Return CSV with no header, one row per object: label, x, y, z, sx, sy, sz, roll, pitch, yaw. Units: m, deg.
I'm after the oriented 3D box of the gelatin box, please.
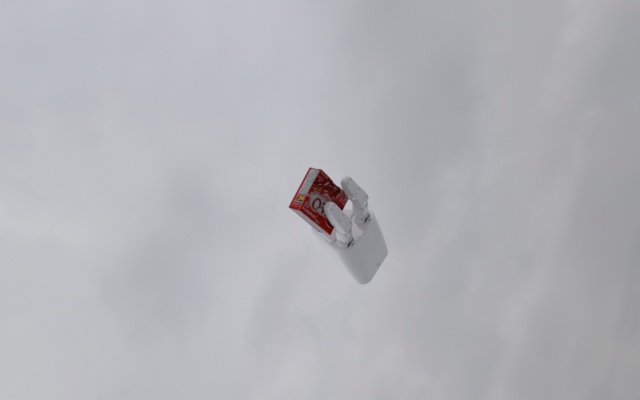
gelatin box,0.000,0.002,0.746,0.030,0.073,0.089,13,-21,43
